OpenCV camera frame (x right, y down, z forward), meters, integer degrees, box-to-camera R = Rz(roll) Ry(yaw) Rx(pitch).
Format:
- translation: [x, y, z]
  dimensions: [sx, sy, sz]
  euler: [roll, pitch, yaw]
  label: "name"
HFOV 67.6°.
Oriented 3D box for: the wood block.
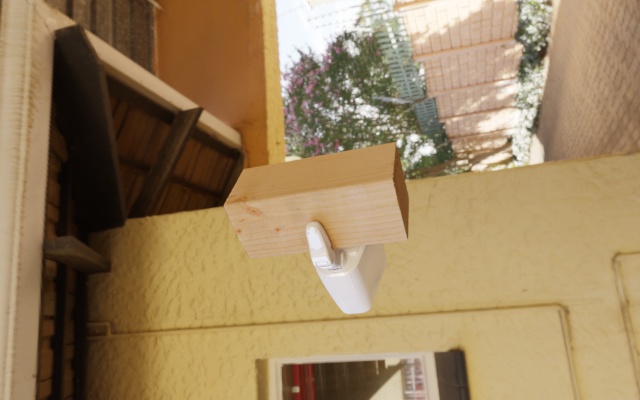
- translation: [0.000, 0.002, 0.598]
  dimensions: [0.206, 0.090, 0.090]
  euler: [-9, 33, 17]
  label: "wood block"
